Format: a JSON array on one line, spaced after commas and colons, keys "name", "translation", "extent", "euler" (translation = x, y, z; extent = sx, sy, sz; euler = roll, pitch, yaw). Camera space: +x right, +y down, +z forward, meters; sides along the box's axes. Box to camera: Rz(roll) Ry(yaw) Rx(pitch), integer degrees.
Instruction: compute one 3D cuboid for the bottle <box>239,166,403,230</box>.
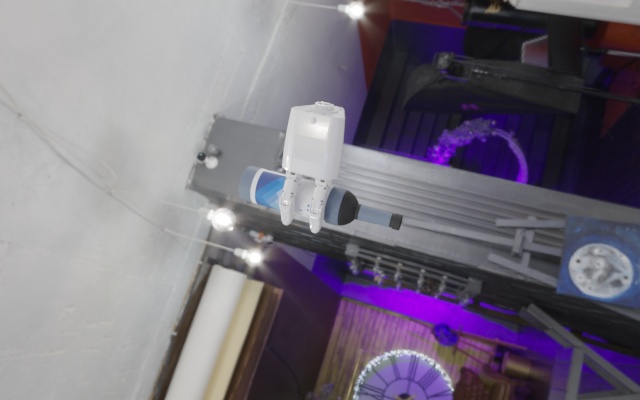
[{"name": "bottle", "translation": [0.000, 0.003, 0.856], "extent": [0.295, 0.069, 0.069], "euler": [15, 4, 15]}]
